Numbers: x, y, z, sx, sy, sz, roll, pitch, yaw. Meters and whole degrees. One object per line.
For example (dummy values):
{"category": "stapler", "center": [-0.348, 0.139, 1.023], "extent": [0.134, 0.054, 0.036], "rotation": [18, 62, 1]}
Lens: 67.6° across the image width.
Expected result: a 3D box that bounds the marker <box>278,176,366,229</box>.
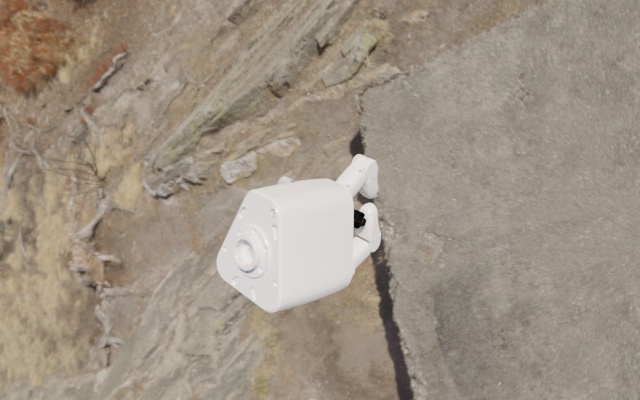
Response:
{"category": "marker", "center": [0.000, 0.002, 0.528], "extent": [0.121, 0.020, 0.020], "rotation": [26, 15, 34]}
